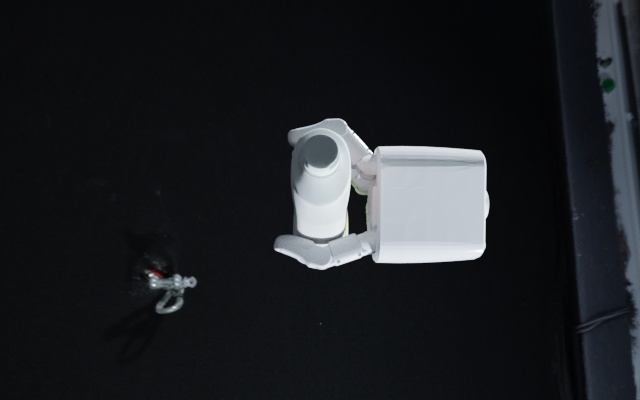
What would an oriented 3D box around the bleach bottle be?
[{"bbox_3d":[0.000,0.002,0.486,0.068,0.102,0.251,0,-14,0],"label":"bleach bottle"}]
